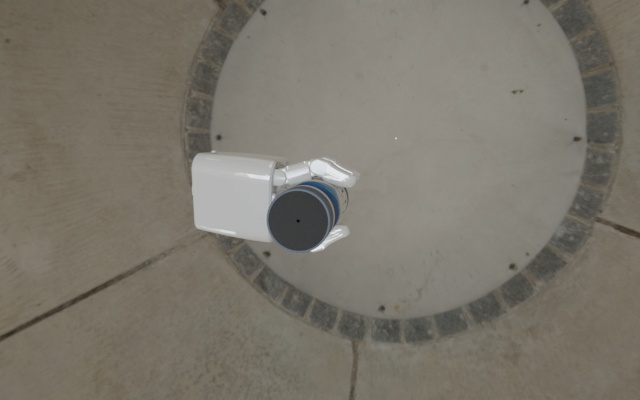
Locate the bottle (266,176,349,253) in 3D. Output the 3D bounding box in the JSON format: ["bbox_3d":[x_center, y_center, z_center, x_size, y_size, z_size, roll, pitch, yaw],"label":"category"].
[{"bbox_3d":[0.000,0.002,0.626,0.069,0.069,0.295,0,7,9],"label":"bottle"}]
